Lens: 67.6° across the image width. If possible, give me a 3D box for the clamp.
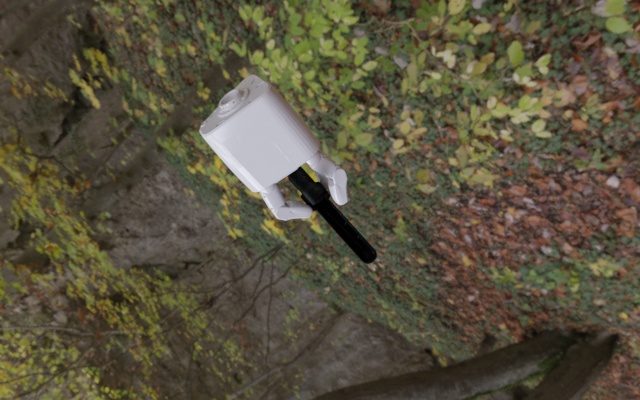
[{"bbox_3d":[-0.001,0.002,0.705,0.165,0.036,0.210,51,-3,-34],"label":"clamp"}]
